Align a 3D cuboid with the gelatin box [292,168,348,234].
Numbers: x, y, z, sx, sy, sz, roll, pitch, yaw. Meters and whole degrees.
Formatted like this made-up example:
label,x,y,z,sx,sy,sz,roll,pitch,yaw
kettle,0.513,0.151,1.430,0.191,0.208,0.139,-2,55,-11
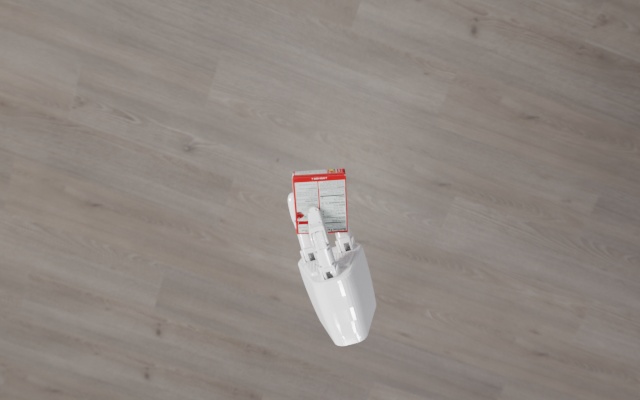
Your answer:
label,x,y,z,sx,sy,sz,roll,pitch,yaw
gelatin box,0.000,0.002,0.666,0.073,0.089,0.030,-3,22,0
